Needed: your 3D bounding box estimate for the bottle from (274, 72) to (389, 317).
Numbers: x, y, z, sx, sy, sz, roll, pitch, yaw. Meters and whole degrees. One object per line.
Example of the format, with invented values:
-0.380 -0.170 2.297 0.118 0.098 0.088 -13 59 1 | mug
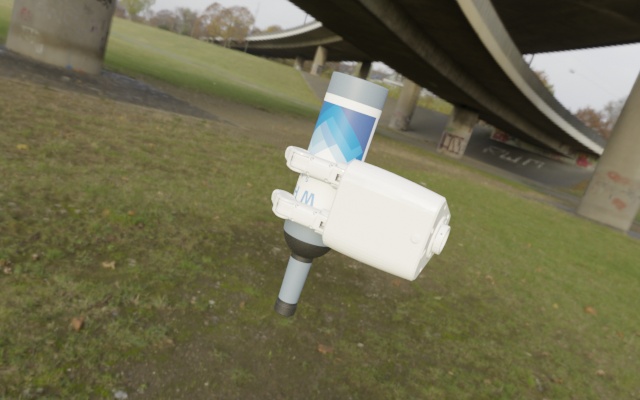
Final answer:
0.000 0.002 0.568 0.069 0.296 0.069 18 12 -4 | bottle
